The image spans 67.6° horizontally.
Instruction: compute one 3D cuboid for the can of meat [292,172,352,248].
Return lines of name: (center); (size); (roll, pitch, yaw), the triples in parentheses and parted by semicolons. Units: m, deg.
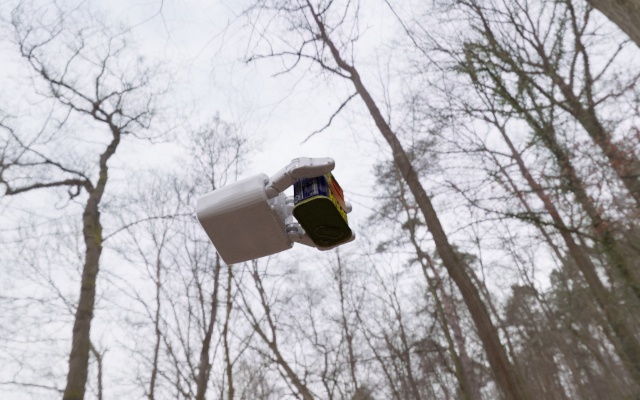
can of meat: (0.000, 0.002, 0.672); (0.057, 0.083, 0.102); (-21, -45, 14)
